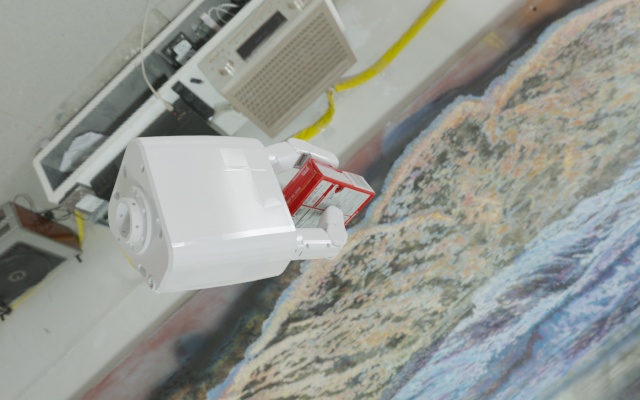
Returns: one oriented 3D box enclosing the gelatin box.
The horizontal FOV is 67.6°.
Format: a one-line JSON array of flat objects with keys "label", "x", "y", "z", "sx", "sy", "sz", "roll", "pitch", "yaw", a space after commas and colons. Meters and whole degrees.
[{"label": "gelatin box", "x": 0.001, "y": 0.002, "z": 0.471, "sx": 0.089, "sy": 0.030, "sz": 0.073, "roll": 15, "pitch": -56, "yaw": -49}]
